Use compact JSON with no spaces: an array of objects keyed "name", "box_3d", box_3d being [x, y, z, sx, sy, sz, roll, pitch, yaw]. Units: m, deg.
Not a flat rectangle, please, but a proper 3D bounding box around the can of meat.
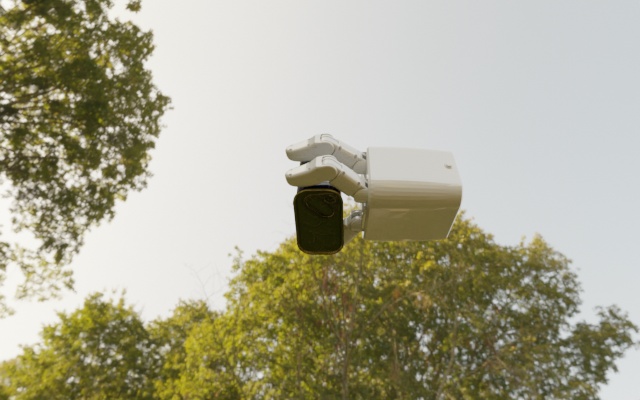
[{"name":"can of meat","box_3d":[0.000,0.002,0.590,0.057,0.102,0.084,-1,39,3]}]
